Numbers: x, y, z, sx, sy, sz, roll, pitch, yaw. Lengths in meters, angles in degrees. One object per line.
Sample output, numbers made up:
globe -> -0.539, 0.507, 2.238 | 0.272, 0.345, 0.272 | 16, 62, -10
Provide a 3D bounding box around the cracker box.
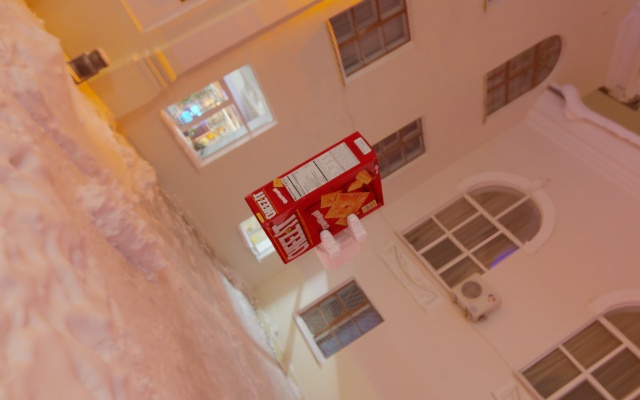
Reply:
cracker box -> 0.000, 0.002, 0.806 | 0.213, 0.072, 0.164 | -31, -30, -7
